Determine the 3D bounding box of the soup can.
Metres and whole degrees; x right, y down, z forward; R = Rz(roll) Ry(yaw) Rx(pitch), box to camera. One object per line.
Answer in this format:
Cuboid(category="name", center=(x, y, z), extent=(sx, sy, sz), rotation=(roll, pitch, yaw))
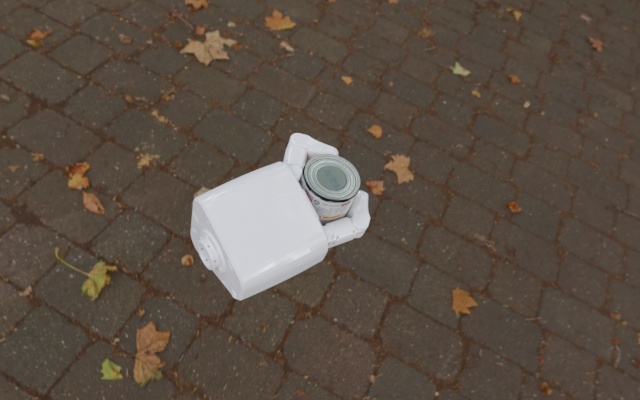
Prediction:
Cuboid(category="soup can", center=(0.001, 0.002, 0.563), extent=(0.068, 0.068, 0.102), rotation=(0, -35, -18))
